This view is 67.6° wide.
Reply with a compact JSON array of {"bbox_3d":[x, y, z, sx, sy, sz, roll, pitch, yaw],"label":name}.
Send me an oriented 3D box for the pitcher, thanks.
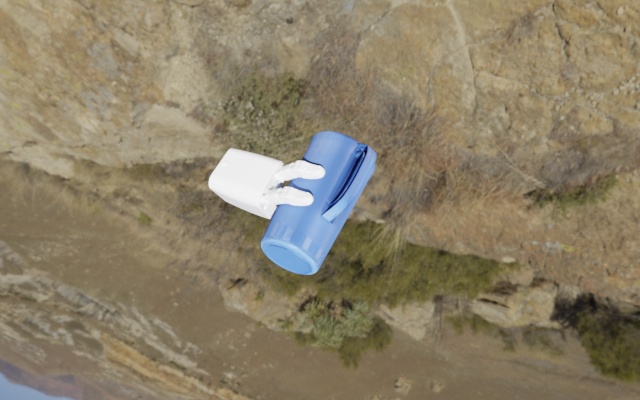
[{"bbox_3d":[0.000,0.003,0.843,0.145,0.242,0.149,19,-29,16],"label":"pitcher"}]
